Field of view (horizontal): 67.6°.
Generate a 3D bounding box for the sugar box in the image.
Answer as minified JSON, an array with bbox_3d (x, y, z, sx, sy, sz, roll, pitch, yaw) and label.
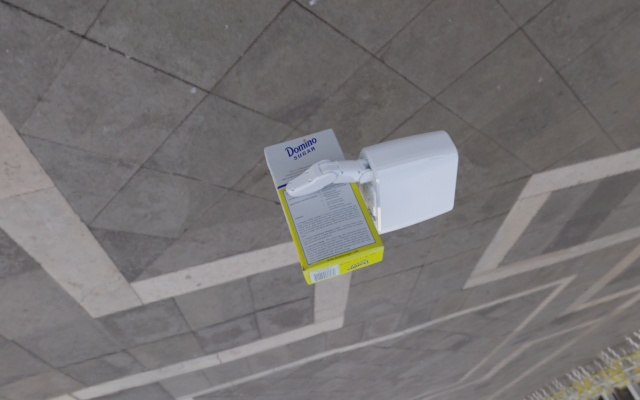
[{"bbox_3d":[0.000,0.002,0.571,0.093,0.176,0.048,-17,-32,-6],"label":"sugar box"}]
